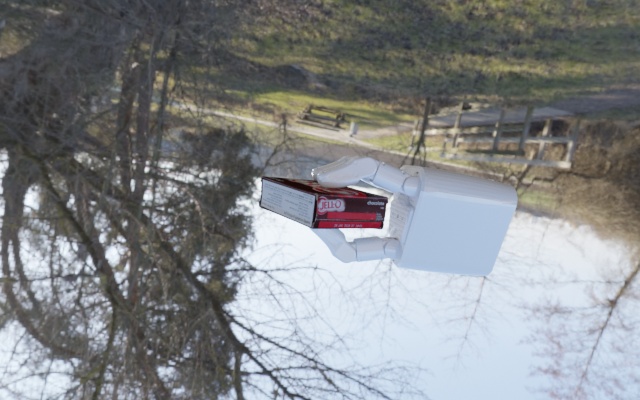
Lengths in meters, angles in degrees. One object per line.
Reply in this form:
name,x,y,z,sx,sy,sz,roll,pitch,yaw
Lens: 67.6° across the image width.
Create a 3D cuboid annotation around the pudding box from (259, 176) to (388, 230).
pudding box,0.000,0.002,0.500,0.090,0.039,0.113,4,6,-36
